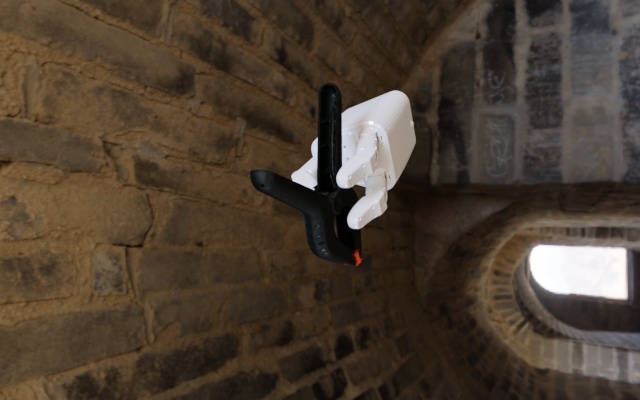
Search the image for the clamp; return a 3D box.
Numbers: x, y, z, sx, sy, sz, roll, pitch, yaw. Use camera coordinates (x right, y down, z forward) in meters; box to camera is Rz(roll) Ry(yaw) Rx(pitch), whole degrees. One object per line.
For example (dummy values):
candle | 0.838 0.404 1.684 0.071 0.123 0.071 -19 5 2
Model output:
clamp | 0.000 0.002 0.518 0.036 0.210 0.164 5 37 32
